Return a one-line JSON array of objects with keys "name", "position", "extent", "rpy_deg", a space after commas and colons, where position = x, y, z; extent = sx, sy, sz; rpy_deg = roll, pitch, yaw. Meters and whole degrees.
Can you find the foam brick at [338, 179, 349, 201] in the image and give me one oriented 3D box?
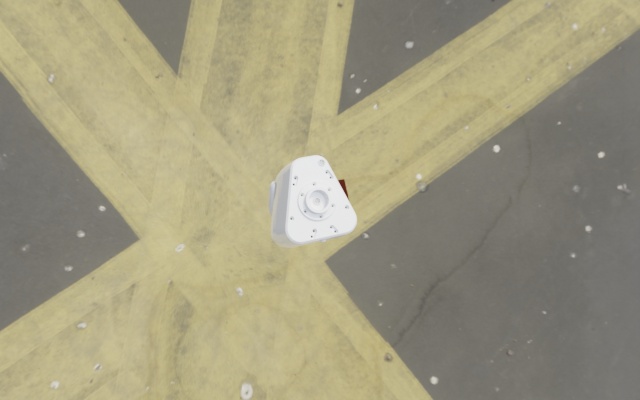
[{"name": "foam brick", "position": [0.000, 0.002, 0.719], "extent": [0.078, 0.053, 0.051], "rpy_deg": [-11, -3, -14]}]
